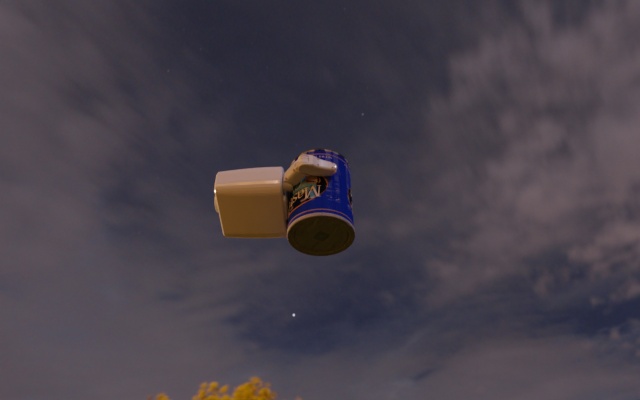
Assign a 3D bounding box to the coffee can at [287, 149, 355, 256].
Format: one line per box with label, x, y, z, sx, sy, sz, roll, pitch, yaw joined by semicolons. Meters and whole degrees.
coffee can;0.000;0.003;0.762;0.103;0.140;0.103;0;-41;0
